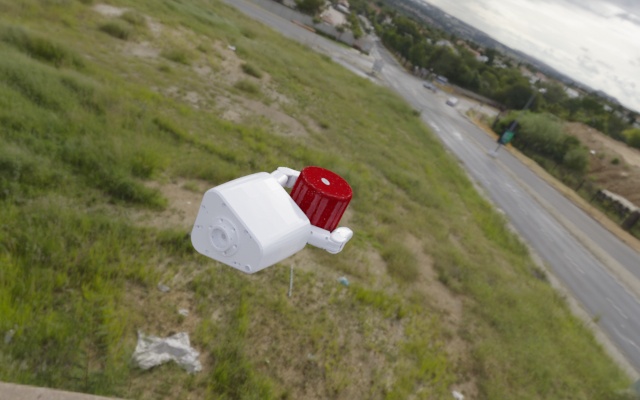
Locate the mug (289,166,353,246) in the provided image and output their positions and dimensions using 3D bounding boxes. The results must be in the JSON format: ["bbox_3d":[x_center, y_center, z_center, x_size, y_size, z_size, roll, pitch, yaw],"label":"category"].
[{"bbox_3d":[0.001,0.002,0.696,0.093,0.081,0.117,35,28,17],"label":"mug"}]
